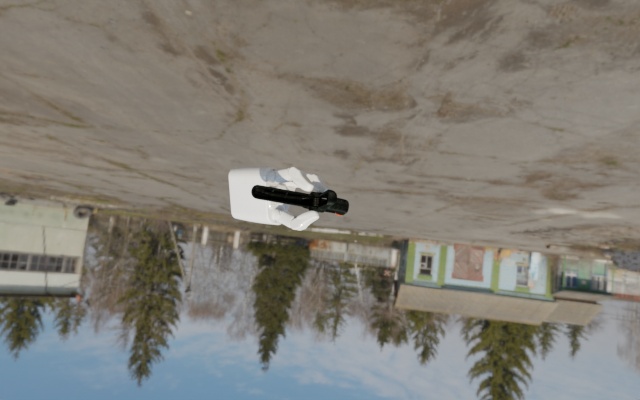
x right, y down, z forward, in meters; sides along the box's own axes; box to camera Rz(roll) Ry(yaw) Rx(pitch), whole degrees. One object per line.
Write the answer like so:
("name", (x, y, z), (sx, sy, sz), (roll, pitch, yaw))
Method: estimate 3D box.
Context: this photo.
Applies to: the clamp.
("clamp", (0.000, 0.004, 0.873), (0.164, 0.036, 0.210), (5, -6, 36))
